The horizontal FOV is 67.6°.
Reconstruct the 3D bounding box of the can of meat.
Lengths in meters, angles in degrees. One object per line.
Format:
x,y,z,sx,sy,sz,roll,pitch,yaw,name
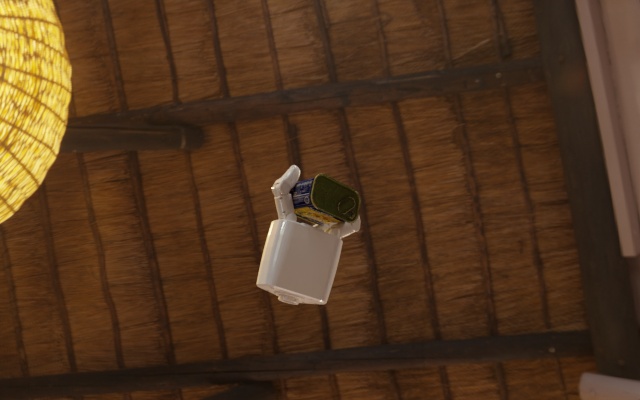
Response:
0.000,0.002,0.777,0.102,0.057,0.084,24,-22,-35,can of meat
